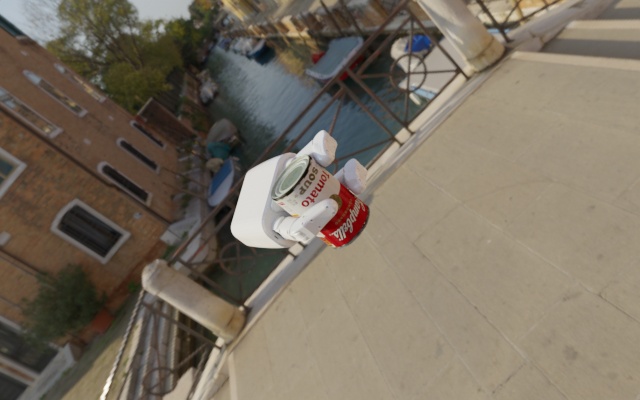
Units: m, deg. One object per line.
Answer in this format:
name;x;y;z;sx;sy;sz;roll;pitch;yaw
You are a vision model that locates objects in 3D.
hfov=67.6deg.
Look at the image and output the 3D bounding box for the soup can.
soup can;0.000;0.002;0.564;0.102;0.068;0.068;40;-19;-23
